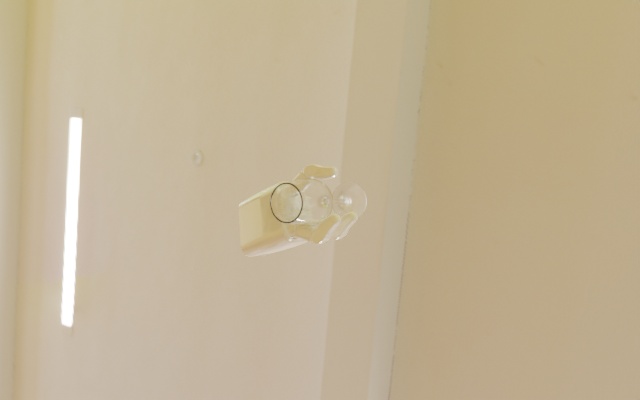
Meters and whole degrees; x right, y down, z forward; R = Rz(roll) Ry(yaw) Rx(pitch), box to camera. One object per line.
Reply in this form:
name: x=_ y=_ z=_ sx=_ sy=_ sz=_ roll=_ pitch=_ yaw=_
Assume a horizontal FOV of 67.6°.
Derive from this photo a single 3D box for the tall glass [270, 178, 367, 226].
tall glass: x=0.001 y=0.003 z=0.807 sx=0.079 sy=0.079 sz=0.201 roll=0 pitch=0 yaw=32
